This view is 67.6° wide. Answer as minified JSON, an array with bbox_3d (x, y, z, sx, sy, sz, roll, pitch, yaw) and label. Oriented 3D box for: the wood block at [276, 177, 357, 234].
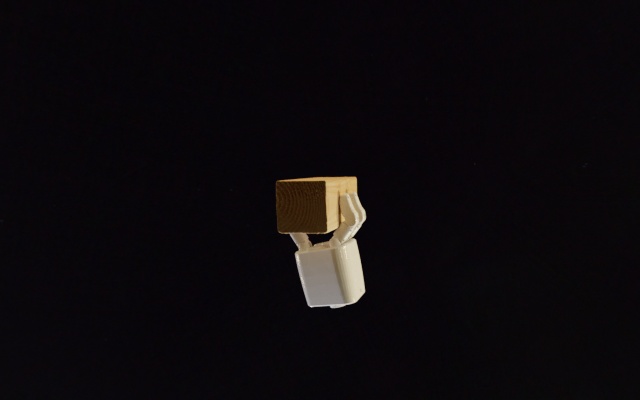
[{"bbox_3d":[0.000,0.003,0.887,0.091,0.090,0.206,-1,4,18],"label":"wood block"}]
